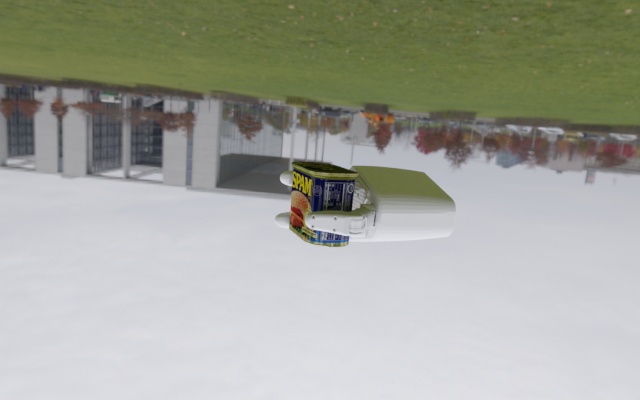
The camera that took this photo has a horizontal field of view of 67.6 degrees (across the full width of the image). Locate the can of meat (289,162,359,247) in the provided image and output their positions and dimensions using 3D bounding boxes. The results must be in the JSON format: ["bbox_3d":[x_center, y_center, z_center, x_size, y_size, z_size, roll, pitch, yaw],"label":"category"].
[{"bbox_3d":[0.000,0.002,0.563,0.057,0.084,0.102,1,11,-21],"label":"can of meat"}]
